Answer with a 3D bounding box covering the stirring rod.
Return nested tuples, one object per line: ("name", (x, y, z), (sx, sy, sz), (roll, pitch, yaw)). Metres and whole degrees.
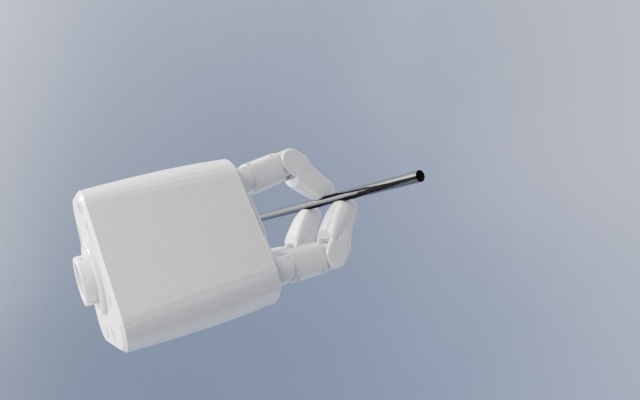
("stirring rod", (0.000, 0.001, 0.407), (0.011, 0.011, 0.239), (0, -8, -32))
